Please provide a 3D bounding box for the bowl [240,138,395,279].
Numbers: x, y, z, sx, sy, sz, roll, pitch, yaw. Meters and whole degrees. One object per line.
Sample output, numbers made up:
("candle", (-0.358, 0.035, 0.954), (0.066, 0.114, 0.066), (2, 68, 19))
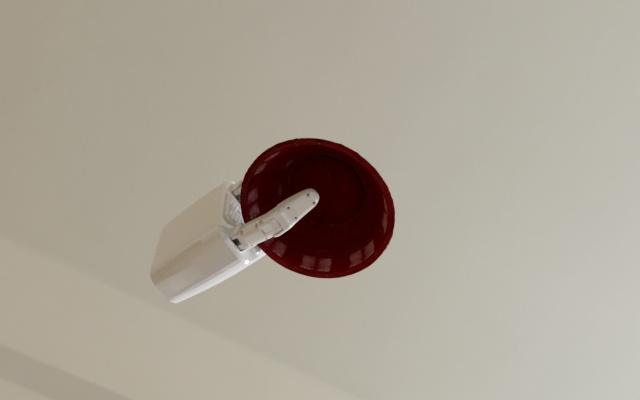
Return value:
("bowl", (0.001, 0.001, 0.505), (0.162, 0.162, 0.055), (0, 27, 15))
